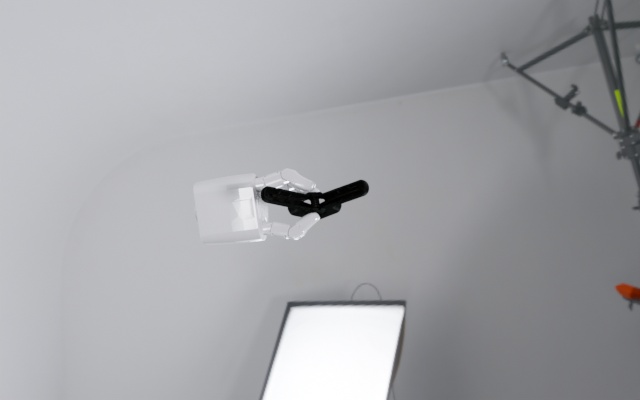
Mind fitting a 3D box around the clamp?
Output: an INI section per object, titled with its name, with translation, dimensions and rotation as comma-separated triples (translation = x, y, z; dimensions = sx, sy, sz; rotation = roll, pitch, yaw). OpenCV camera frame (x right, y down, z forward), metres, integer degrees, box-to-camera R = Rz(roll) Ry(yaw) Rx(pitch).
[clamp]
translation = 0.000, 0.004, 0.809
dimensions = 0.164, 0.036, 0.210
rotation = -4, -12, 5
